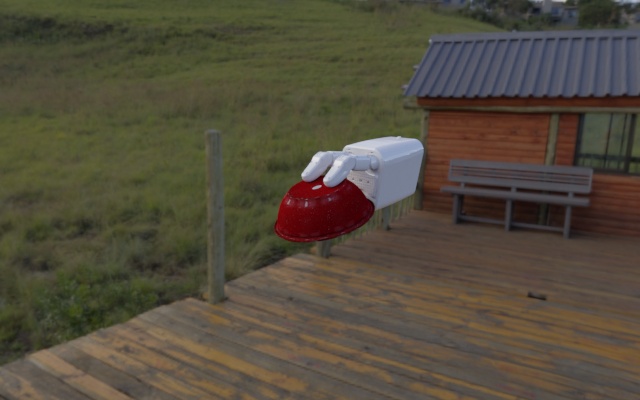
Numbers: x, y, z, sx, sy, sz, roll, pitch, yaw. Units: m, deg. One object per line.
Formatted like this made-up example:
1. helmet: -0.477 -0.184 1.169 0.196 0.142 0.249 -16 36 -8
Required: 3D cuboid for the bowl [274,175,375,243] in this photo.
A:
1. bowl: -0.001 0.003 0.736 0.162 0.055 0.162 -12 23 5
